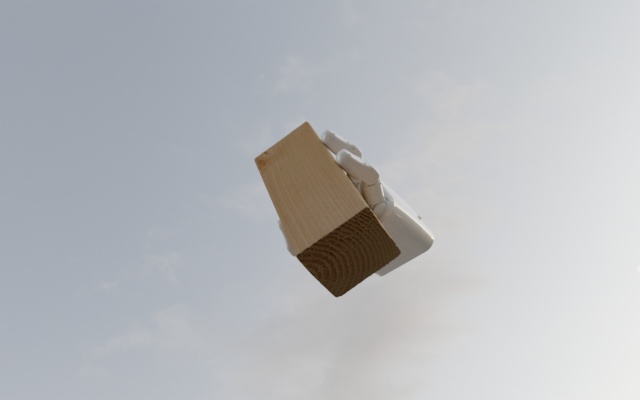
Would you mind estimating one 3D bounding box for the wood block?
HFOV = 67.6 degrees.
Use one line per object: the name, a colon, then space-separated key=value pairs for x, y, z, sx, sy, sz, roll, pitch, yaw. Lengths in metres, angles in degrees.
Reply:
wood block: x=0.000 y=0.002 z=0.577 sx=0.091 sy=0.090 sz=0.206 roll=-36 pitch=38 yaw=4
